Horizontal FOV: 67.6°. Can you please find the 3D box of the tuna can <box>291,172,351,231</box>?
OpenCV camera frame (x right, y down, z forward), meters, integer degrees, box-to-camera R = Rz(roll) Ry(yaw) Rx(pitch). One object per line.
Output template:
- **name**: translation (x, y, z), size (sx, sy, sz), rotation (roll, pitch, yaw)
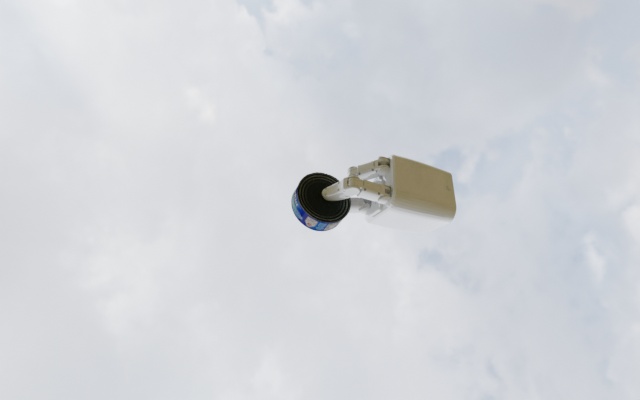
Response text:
- **tuna can**: translation (0.000, 0.003, 0.715), size (0.086, 0.086, 0.034), rotation (0, -29, -25)
